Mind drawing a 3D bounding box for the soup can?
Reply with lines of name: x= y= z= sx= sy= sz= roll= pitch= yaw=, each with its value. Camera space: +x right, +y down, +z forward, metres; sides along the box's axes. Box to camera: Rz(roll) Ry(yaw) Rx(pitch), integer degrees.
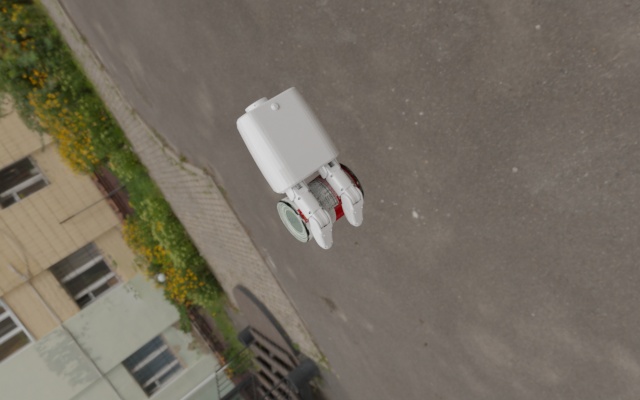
soup can: x=0.000 y=0.003 z=0.655 sx=0.102 sy=0.068 sz=0.068 roll=-35 pitch=15 yaw=-23
